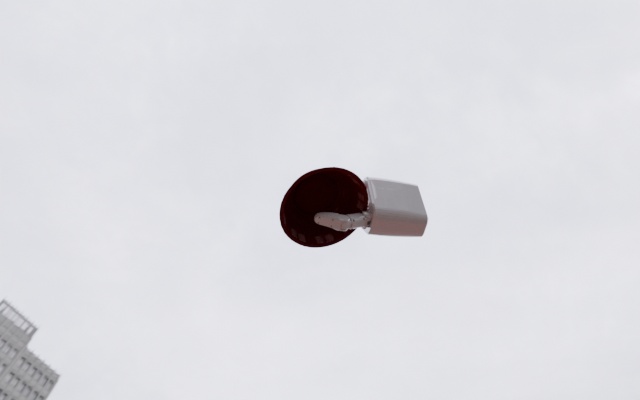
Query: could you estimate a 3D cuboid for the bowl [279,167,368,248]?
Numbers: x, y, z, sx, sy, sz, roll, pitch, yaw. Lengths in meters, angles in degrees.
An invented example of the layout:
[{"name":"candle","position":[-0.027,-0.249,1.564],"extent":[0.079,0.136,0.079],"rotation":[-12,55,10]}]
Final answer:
[{"name":"bowl","position":[-0.001,0.002,0.841],"extent":[0.162,0.162,0.055],"rotation":[0,30,-21]}]
